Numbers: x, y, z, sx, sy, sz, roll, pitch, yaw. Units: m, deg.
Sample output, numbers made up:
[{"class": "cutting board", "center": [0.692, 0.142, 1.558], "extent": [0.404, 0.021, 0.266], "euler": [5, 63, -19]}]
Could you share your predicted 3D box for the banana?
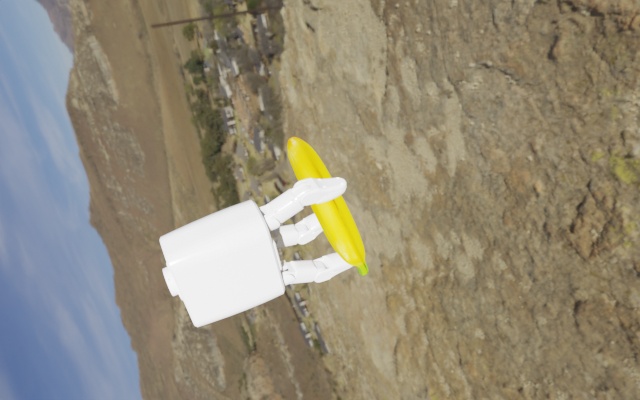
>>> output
[{"class": "banana", "center": [0.003, -0.001, 0.569], "extent": [0.037, 0.197, 0.070], "euler": [-24, -13, -11]}]
